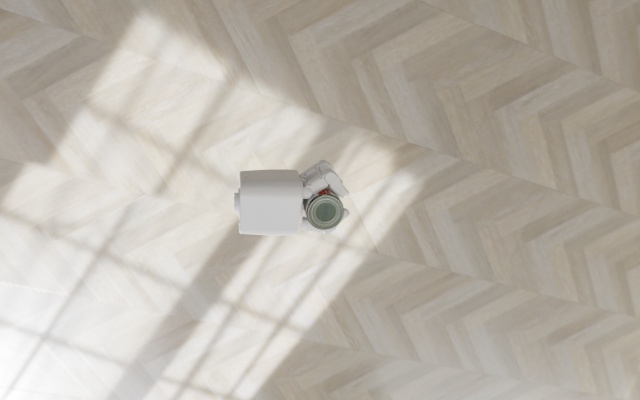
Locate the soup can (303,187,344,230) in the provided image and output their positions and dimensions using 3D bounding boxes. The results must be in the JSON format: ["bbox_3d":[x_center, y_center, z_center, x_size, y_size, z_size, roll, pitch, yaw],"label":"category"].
[{"bbox_3d":[0.001,0.003,0.860,0.068,0.068,0.102,0,21,-11],"label":"soup can"}]
